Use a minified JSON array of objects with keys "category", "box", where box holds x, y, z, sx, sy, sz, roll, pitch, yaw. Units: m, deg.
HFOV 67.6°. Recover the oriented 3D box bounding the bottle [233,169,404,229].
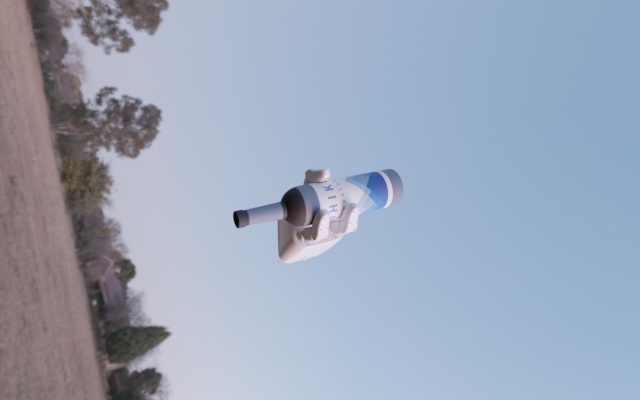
[{"category":"bottle","box":[0.000,0.002,0.789,0.295,0.069,0.069,-12,5,-27]}]
